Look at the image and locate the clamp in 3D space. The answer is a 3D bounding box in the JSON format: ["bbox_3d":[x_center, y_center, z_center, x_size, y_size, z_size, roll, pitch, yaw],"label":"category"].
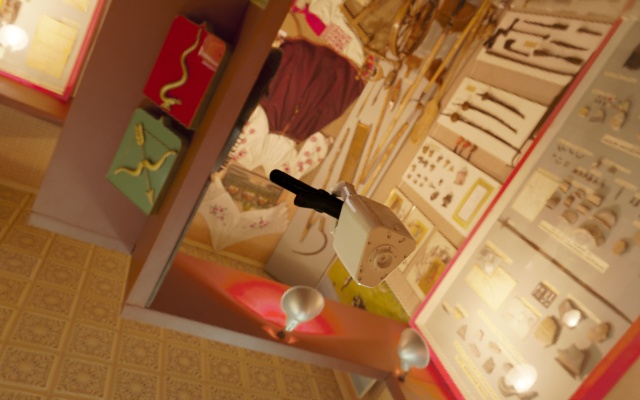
[{"bbox_3d":[0.000,0.003,0.807,0.171,0.039,0.120,22,18,-26],"label":"clamp"}]
